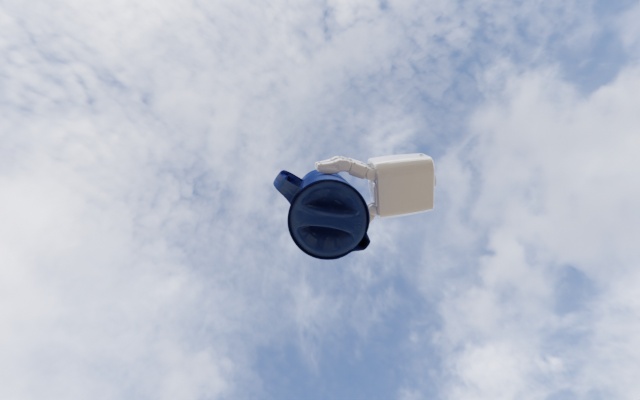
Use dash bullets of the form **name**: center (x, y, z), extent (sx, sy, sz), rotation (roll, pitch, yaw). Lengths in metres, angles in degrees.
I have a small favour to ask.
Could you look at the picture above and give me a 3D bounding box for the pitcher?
- **pitcher**: center (0.000, 0.003, 0.873), extent (0.145, 0.149, 0.242), rotation (-10, 12, -1)
